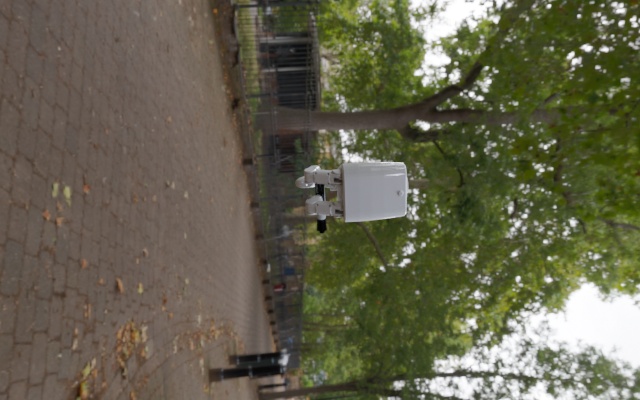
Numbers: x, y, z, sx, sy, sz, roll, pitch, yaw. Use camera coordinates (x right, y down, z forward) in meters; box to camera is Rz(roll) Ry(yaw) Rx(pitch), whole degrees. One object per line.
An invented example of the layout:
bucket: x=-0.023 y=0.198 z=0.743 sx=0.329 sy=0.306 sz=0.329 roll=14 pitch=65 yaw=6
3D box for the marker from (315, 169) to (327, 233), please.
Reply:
marker: x=0.000 y=0.003 z=0.871 sx=0.020 sy=0.121 sz=0.020 roll=-3 pitch=19 yaw=1
